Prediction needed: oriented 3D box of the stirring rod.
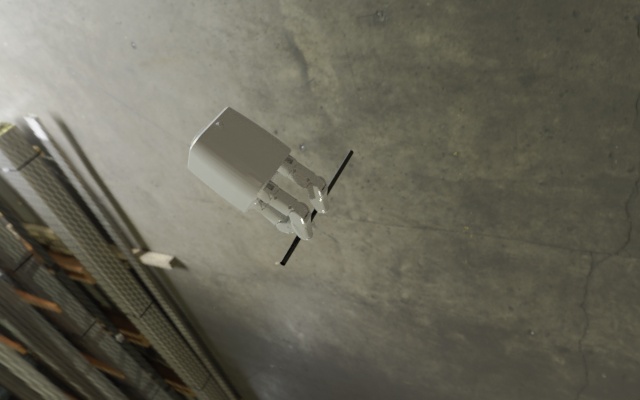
[{"bbox_3d":[0.000,0.002,0.699,0.011,0.011,0.239,0,42,34],"label":"stirring rod"}]
